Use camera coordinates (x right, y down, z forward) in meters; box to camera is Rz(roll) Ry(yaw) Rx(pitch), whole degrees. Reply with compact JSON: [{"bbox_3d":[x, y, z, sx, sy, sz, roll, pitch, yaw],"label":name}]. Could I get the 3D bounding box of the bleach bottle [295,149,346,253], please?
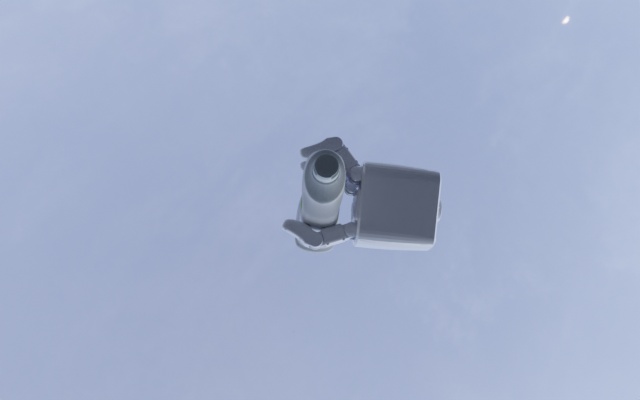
[{"bbox_3d":[0.000,0.002,0.657,0.068,0.102,0.251,5,-16,-2],"label":"bleach bottle"}]
